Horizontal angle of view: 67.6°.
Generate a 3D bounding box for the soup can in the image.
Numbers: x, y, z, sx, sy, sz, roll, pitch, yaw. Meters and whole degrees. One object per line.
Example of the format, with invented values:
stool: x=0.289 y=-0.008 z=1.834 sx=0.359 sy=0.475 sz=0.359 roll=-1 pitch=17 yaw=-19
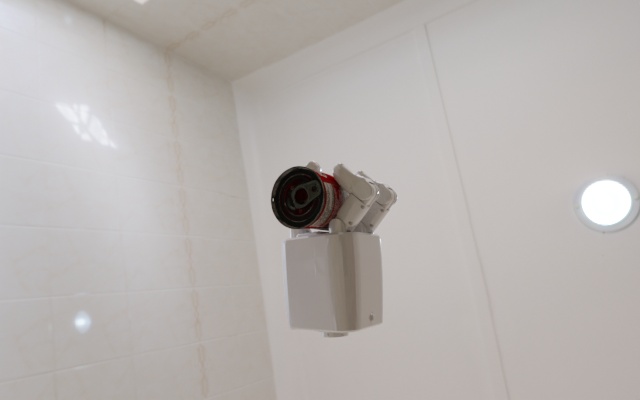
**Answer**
soup can: x=0.000 y=0.001 z=0.551 sx=0.068 sy=0.068 sz=0.102 roll=0 pitch=-6 yaw=31
